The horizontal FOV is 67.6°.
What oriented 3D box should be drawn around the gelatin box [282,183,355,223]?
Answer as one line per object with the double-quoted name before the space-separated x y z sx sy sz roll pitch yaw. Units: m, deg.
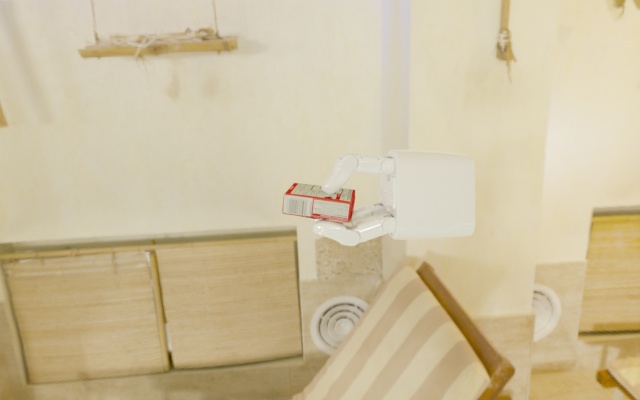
"gelatin box" 0.000 0.002 0.627 0.089 0.030 0.073 8 14 5
